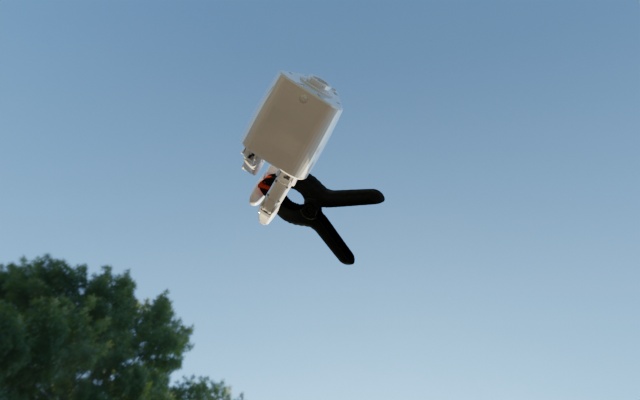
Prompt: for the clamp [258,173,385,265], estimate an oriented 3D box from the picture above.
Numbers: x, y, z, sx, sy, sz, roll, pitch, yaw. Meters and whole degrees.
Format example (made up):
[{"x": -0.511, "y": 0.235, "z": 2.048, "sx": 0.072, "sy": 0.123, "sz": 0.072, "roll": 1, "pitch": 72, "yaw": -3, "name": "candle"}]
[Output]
[{"x": 0.000, "y": 0.002, "z": 0.651, "sx": 0.171, "sy": 0.120, "sz": 0.039, "roll": 33, "pitch": 22, "yaw": 1, "name": "clamp"}]
